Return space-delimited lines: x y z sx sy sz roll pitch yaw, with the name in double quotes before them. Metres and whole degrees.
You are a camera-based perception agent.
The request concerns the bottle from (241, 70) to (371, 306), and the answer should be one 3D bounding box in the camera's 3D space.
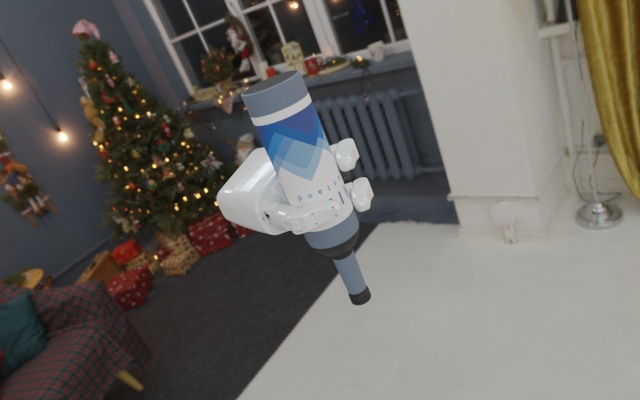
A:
"bottle" 0.000 0.002 0.554 0.069 0.296 0.069 -19 24 9
